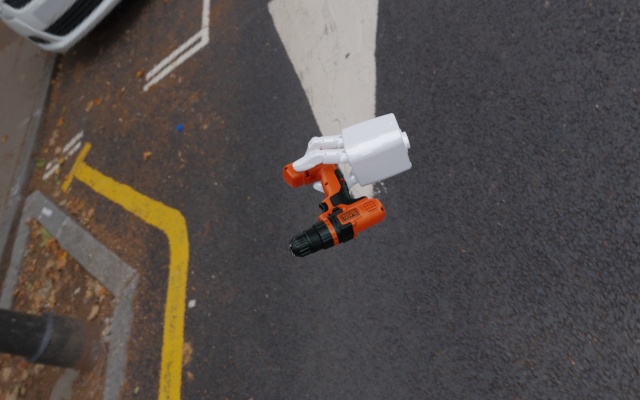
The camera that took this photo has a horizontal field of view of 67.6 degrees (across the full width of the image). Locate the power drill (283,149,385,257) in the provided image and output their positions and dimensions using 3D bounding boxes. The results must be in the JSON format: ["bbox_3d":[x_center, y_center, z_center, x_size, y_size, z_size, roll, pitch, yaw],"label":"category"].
[{"bbox_3d":[0.000,0.002,0.884,0.184,0.187,0.057,-23,-33,-12],"label":"power drill"}]
